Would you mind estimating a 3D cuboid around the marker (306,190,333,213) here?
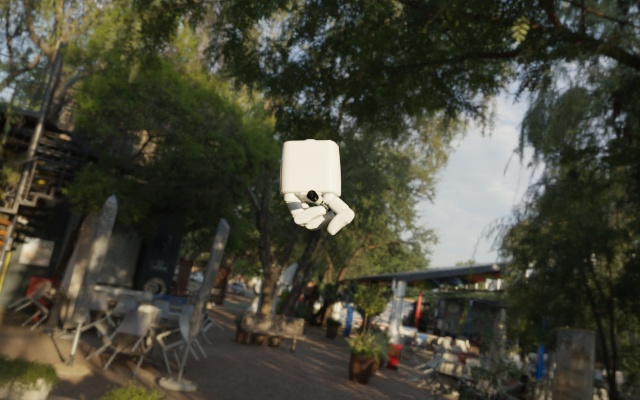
[{"bbox_3d":[0.000,0.003,0.893,0.020,0.020,0.121,0,-14,18],"label":"marker"}]
